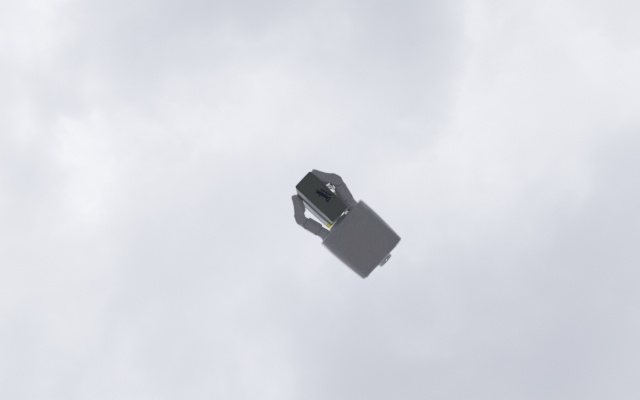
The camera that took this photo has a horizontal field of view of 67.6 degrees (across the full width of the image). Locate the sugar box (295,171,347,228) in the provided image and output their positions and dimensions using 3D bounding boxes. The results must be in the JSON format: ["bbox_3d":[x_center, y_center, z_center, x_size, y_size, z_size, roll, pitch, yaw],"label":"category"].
[{"bbox_3d":[0.001,0.003,0.899,0.093,0.048,0.176,43,-8,3],"label":"sugar box"}]
